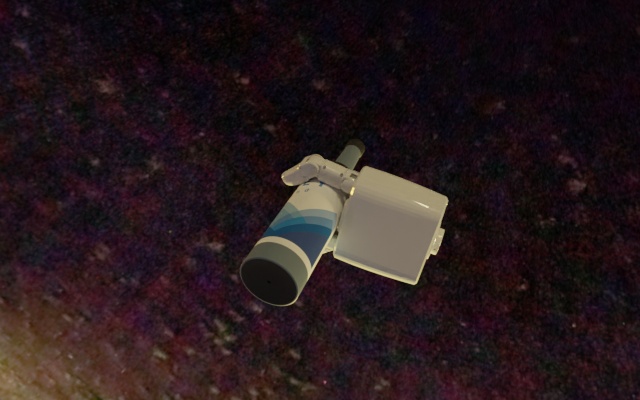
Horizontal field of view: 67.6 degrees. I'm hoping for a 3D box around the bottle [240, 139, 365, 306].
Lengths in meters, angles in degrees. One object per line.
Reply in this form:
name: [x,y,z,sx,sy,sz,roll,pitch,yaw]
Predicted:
bottle: [0.000,0.002,0.593,0.069,0.069,0.295,0,33,25]
